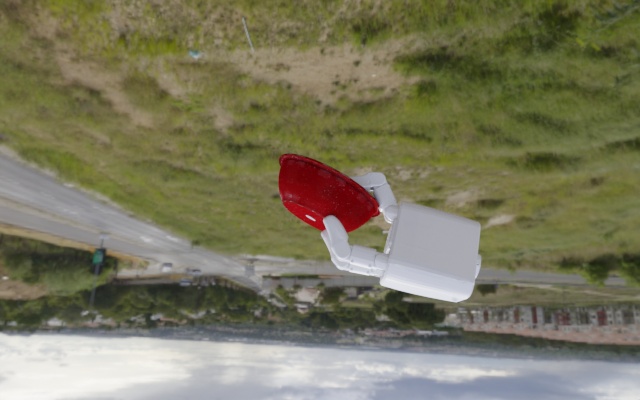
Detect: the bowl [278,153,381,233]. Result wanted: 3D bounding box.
[{"bbox_3d":[-0.001,0.002,0.663,0.162,0.055,0.162,28,-14,7],"label":"bowl"}]
